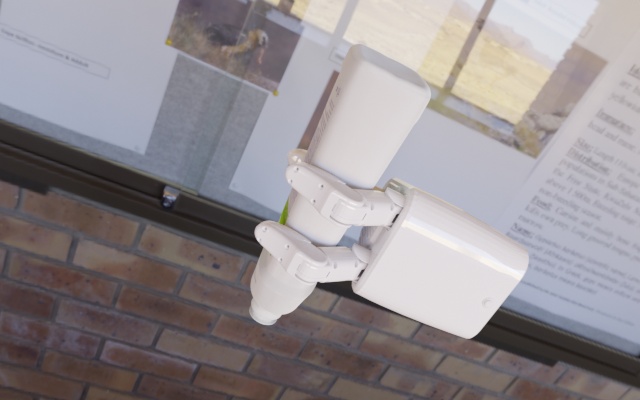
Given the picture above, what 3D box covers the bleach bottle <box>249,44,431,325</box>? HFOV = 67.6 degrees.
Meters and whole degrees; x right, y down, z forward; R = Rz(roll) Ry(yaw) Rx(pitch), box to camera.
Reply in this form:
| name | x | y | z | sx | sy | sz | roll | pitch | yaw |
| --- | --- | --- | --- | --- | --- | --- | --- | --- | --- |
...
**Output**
| name | x | y | z | sx | sy | sz | roll | pitch | yaw |
| --- | --- | --- | --- | --- | --- | --- | --- | --- | --- |
| bleach bottle | 0.000 | 0.001 | 0.405 | 0.068 | 0.251 | 0.102 | 25 | 24 | -7 |
